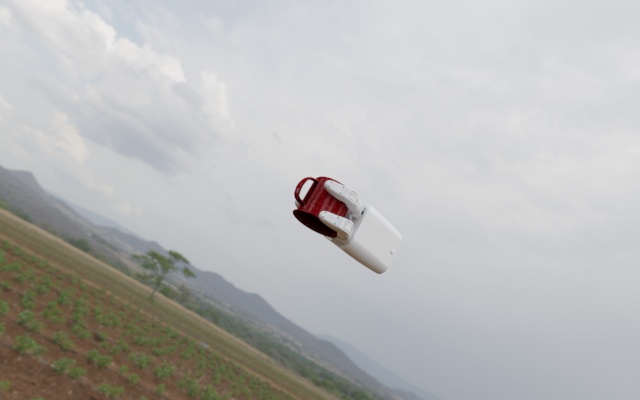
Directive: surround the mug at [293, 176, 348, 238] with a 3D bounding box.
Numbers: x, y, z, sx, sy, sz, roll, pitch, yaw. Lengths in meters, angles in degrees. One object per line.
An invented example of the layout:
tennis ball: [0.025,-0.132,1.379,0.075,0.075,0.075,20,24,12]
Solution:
mug: [-0.001,0.002,0.870,0.117,0.081,0.093,40,-21,-28]
